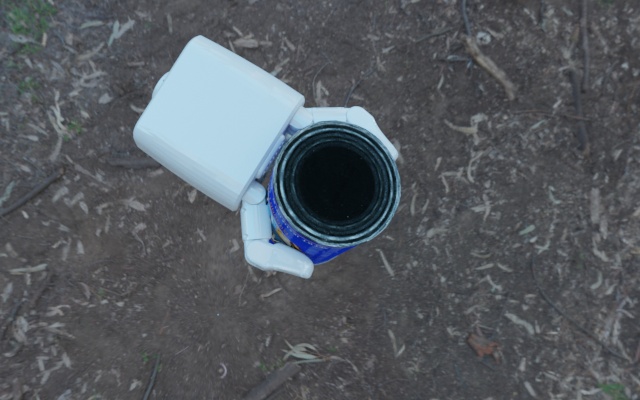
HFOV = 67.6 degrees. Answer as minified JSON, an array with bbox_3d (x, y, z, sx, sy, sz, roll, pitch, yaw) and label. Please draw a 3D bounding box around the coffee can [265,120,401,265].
[{"bbox_3d":[0.000,0.002,0.435,0.103,0.102,0.140,0,-13,-12],"label":"coffee can"}]
